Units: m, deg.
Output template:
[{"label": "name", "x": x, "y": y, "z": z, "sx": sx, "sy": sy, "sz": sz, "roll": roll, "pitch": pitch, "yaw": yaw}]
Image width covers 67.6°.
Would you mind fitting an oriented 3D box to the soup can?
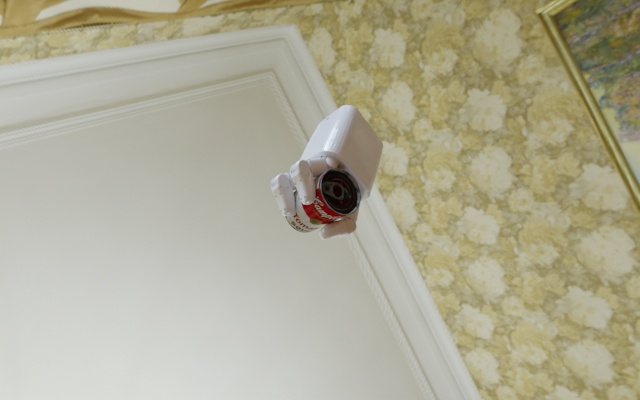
[{"label": "soup can", "x": 0.000, "y": 0.003, "z": 0.690, "sx": 0.068, "sy": 0.068, "sz": 0.102, "roll": 0, "pitch": -18, "yaw": -36}]
